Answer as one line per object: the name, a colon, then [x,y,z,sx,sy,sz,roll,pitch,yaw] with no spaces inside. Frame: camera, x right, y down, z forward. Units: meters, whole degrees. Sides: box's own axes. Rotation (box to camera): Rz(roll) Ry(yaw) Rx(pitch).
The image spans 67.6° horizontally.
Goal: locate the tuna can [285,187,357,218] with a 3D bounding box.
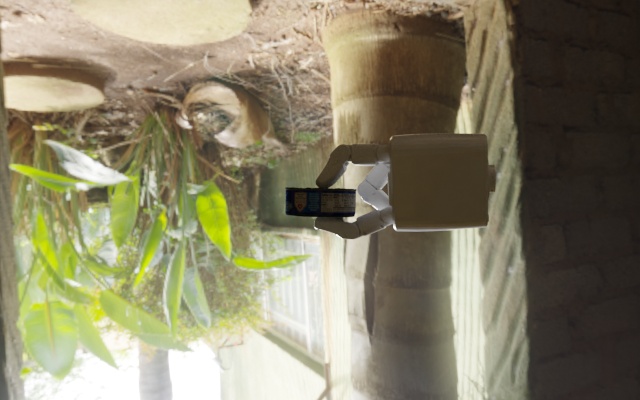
tuna can: [0.000,0.002,0.571,0.086,0.034,0.086,1,1,0]
